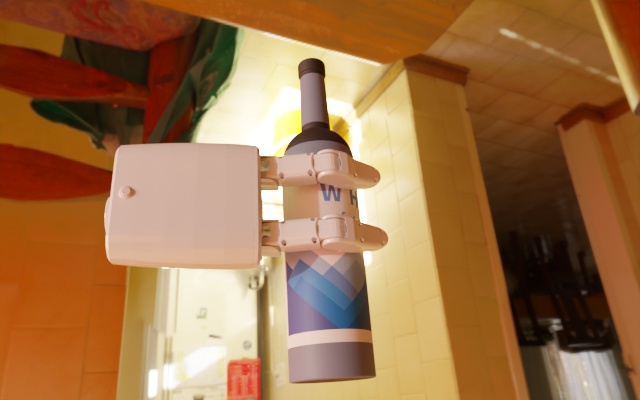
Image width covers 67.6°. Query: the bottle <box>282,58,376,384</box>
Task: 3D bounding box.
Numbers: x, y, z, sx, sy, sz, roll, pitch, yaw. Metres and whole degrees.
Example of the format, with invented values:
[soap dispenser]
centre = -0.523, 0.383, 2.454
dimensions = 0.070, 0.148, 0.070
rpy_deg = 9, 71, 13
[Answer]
[bottle]
centre = 0.000, 0.002, 0.419
dimensions = 0.069, 0.295, 0.069
rpy_deg = -3, -23, -1
